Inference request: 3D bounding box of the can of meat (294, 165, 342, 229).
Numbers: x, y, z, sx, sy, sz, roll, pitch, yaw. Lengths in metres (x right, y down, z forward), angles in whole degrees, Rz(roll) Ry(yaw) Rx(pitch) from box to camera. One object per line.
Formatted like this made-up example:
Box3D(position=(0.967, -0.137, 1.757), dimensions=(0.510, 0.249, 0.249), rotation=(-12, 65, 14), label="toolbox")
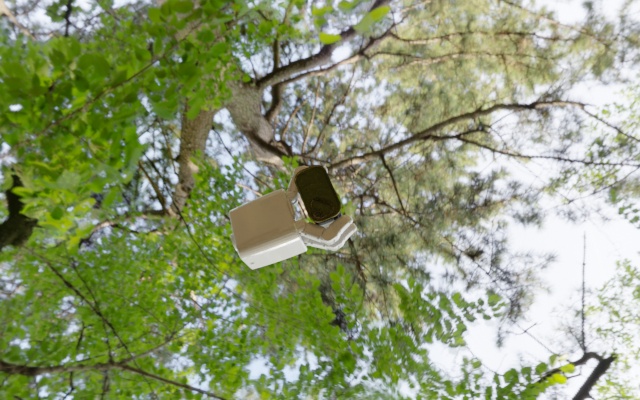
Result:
Box3D(position=(0.000, 0.003, 0.829), dimensions=(0.057, 0.102, 0.084), rotation=(-23, -24, -2), label="can of meat")
